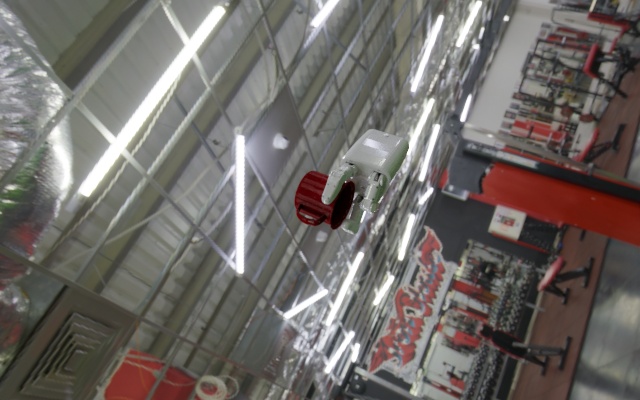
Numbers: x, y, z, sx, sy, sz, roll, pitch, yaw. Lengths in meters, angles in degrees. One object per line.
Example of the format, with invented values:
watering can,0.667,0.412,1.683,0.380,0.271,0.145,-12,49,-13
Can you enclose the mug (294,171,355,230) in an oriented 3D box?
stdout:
mug,-0.001,0.004,0.860,0.081,0.093,0.117,22,49,21
